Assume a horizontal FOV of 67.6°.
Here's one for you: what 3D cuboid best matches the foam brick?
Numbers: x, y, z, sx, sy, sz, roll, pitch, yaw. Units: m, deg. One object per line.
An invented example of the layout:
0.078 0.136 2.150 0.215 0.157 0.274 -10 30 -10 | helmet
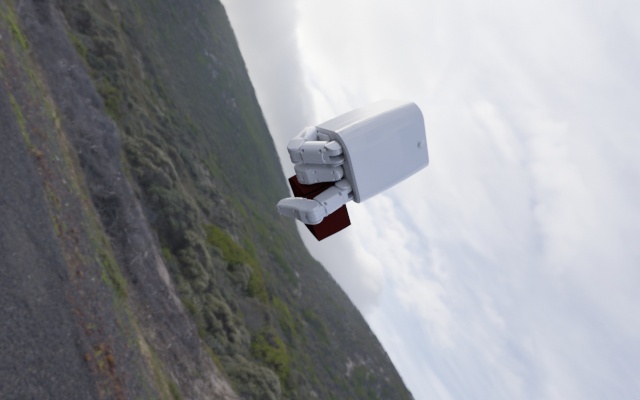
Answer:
0.000 0.002 0.611 0.051 0.078 0.053 -26 38 -12 | foam brick
